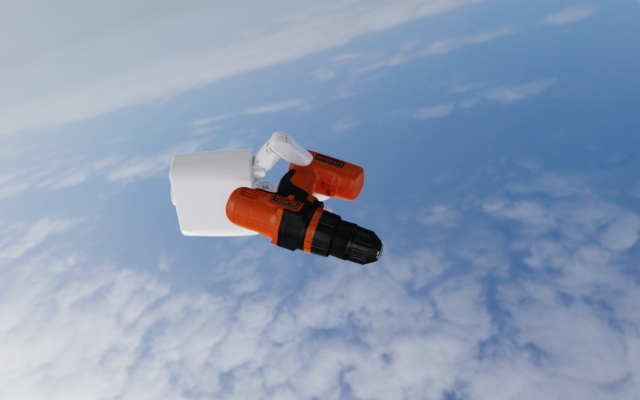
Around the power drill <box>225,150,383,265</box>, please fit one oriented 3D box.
[{"bbox_3d":[0.000,0.002,0.597,0.184,0.057,0.187,19,26,9],"label":"power drill"}]
